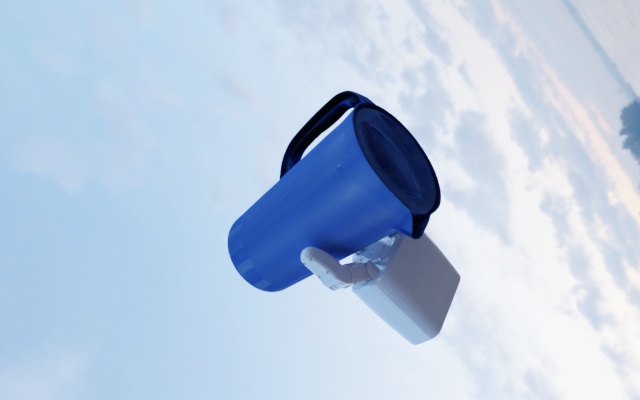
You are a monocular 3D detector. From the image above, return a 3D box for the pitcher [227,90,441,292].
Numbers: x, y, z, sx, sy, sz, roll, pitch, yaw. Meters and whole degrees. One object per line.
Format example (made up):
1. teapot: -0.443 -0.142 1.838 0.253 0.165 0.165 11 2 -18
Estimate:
1. pitcher: 0.000 0.002 0.548 0.243 0.145 0.149 -36 18 34
